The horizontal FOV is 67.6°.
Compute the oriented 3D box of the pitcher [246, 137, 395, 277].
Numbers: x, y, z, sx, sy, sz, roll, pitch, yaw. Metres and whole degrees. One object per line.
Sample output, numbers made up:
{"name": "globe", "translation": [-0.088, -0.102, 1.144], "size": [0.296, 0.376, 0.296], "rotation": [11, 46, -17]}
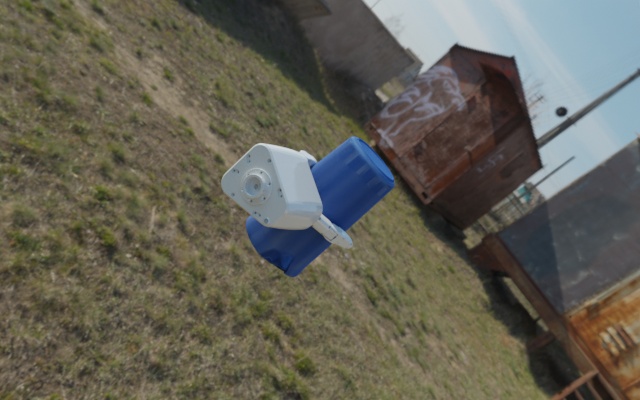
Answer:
{"name": "pitcher", "translation": [0.000, 0.003, 0.811], "size": [0.243, 0.149, 0.145], "rotation": [-40, -20, 17]}
